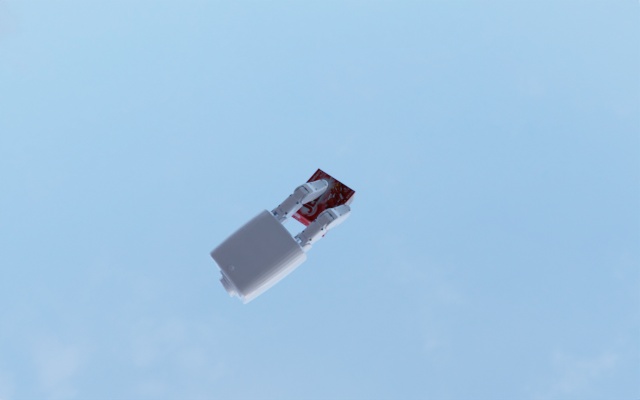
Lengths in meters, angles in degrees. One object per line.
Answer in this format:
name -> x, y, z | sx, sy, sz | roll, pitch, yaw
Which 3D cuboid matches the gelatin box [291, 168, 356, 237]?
gelatin box -> 0.000, 0.002, 0.742 | 0.073, 0.089, 0.030 | 33, -27, 16
